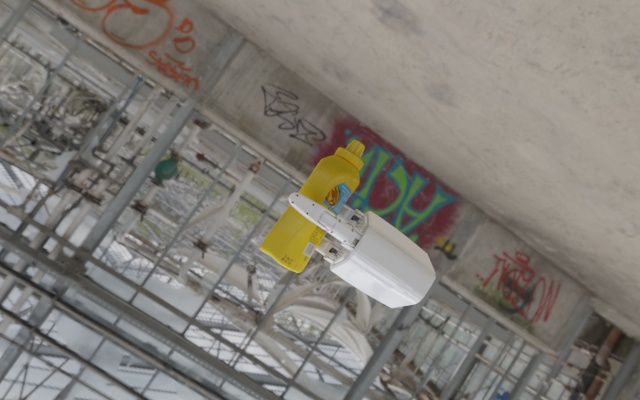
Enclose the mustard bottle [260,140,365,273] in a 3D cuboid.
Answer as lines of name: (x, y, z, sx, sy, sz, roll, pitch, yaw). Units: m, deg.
mustard bottle: (0.000, 0.002, 0.636, 0.058, 0.191, 0.096, 33, -5, 22)
